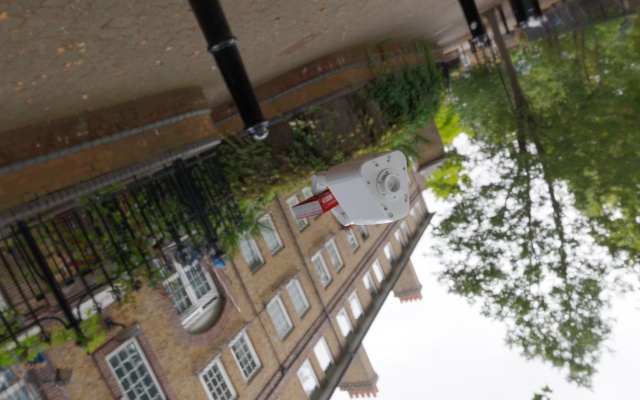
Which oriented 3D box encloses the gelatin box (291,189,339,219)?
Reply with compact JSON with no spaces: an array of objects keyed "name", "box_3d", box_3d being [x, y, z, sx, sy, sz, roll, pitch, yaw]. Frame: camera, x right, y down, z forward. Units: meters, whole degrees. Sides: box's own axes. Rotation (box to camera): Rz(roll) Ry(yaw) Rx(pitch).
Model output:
[{"name":"gelatin box","box_3d":[0.000,0.003,0.899,0.073,0.030,0.089,-30,8,-39]}]
